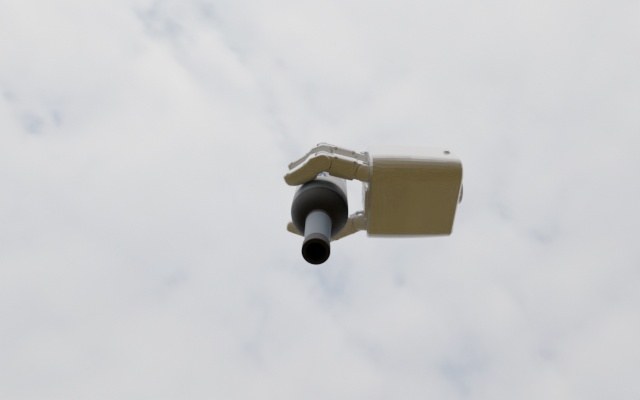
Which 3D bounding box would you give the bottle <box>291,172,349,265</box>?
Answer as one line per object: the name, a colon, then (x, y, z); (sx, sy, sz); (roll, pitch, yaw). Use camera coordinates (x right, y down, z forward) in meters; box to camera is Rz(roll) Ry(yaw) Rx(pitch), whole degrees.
bottle: (0.000, 0.002, 0.580); (0.069, 0.069, 0.295); (0, 18, 2)
